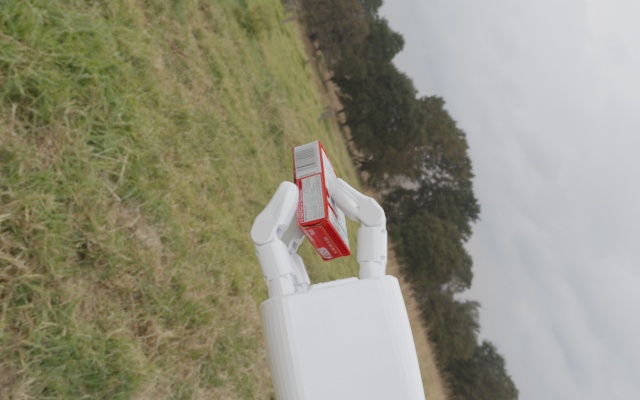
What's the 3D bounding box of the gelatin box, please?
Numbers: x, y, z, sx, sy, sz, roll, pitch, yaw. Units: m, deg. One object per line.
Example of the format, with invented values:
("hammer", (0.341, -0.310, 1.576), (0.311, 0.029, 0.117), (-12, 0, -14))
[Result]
("gelatin box", (0.000, 0.001, 0.445), (0.030, 0.089, 0.073), (-13, -33, 12))
